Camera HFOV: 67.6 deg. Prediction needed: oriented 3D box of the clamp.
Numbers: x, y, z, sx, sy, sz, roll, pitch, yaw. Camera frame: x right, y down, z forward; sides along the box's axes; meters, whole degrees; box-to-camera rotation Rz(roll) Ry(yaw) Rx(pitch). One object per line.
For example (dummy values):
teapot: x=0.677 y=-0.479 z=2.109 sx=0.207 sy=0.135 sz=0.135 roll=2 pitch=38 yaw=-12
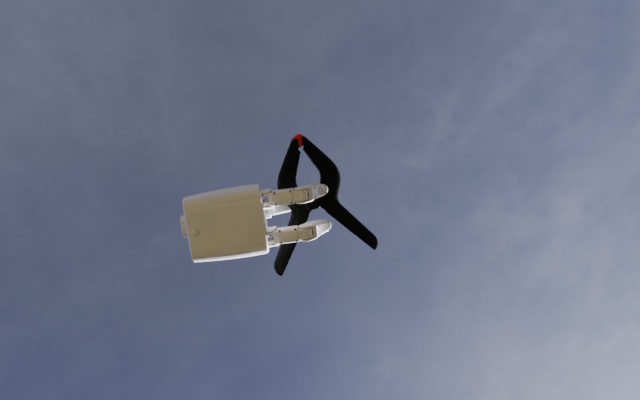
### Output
clamp: x=0.000 y=0.002 z=0.721 sx=0.164 sy=0.210 sz=0.036 roll=-8 pitch=12 yaw=-9
